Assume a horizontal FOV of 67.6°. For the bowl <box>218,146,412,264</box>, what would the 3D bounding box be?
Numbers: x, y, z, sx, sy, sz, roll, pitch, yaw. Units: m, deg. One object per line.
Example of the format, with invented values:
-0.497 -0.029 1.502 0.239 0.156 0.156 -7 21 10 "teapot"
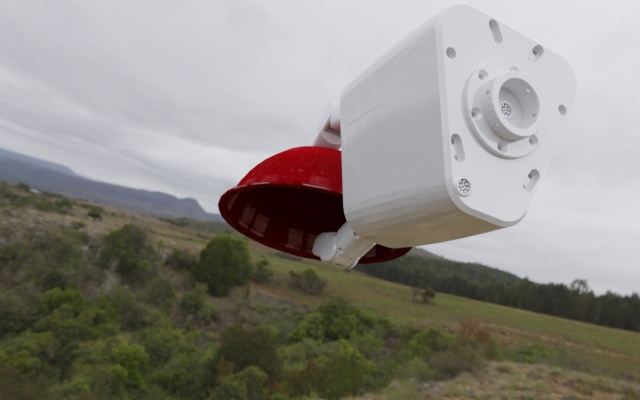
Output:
-0.001 0.001 0.403 0.162 0.055 0.162 9 -24 4 "bowl"
